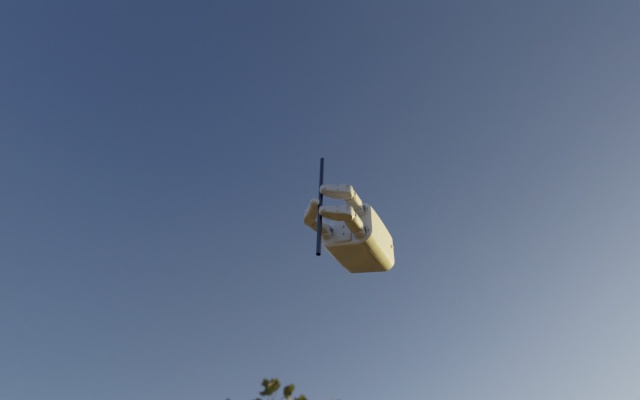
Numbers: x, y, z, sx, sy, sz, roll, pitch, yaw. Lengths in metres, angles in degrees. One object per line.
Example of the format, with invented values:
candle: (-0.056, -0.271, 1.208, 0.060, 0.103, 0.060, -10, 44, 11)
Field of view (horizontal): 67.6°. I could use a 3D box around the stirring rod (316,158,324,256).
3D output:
stirring rod: (0.000, 0.003, 0.854, 0.011, 0.011, 0.239, 1, 44, 1)
